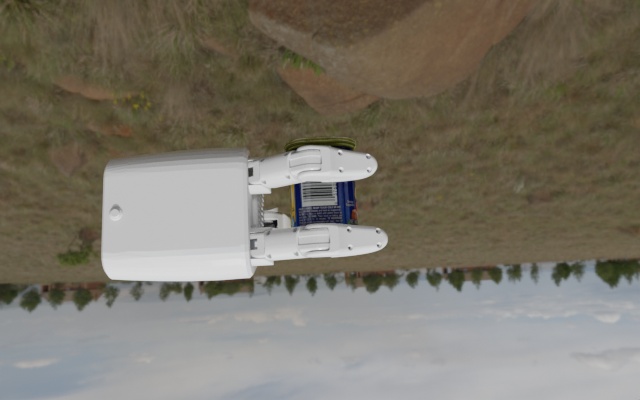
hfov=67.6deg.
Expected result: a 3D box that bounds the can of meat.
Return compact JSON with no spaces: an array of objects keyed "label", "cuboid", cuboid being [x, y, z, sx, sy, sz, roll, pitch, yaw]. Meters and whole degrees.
[{"label":"can of meat","cuboid":[0.000,0.002,0.403,0.057,0.084,0.102,-2,-10,-4]}]
